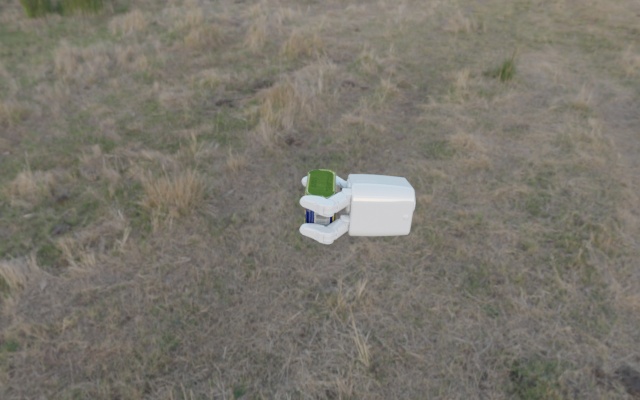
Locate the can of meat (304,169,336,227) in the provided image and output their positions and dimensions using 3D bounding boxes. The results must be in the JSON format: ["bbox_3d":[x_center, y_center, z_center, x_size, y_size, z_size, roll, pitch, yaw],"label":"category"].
[{"bbox_3d":[0.000,0.002,0.848,0.057,0.084,0.102,3,32,1],"label":"can of meat"}]
